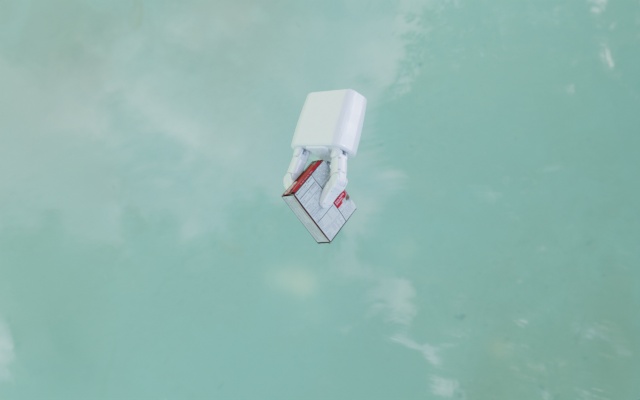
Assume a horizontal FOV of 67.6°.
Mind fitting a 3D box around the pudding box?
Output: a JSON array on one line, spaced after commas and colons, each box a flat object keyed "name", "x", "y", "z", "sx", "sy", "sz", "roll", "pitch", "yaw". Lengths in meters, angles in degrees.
[{"name": "pudding box", "x": 0.000, "y": 0.003, "z": 0.796, "sx": 0.039, "sy": 0.113, "sz": 0.090, "roll": -6, "pitch": 37, "yaw": 52}]
